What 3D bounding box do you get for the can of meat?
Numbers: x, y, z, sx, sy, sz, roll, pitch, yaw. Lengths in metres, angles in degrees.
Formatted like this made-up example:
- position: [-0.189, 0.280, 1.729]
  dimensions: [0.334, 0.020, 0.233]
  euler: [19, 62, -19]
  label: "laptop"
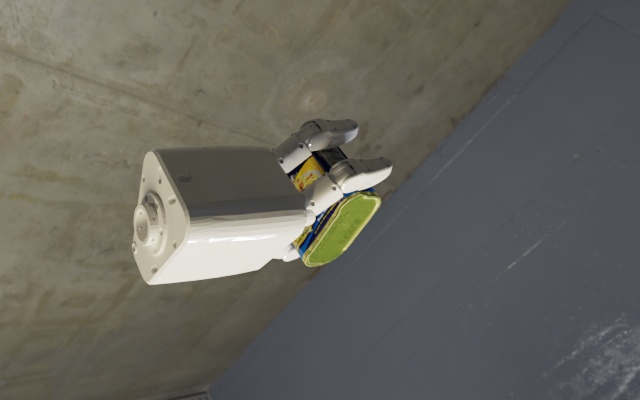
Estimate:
- position: [0.000, 0.002, 0.467]
  dimensions: [0.057, 0.102, 0.084]
  euler: [0, 44, -44]
  label: "can of meat"
